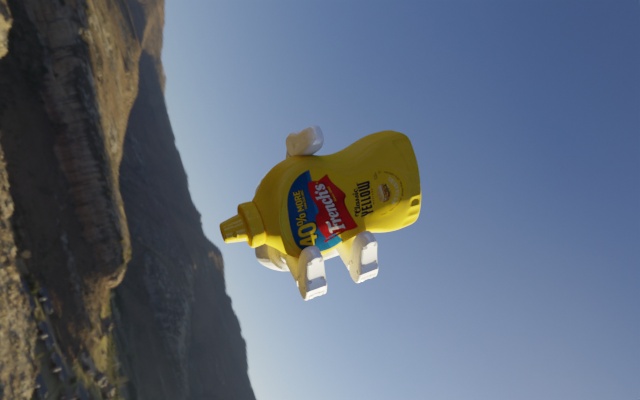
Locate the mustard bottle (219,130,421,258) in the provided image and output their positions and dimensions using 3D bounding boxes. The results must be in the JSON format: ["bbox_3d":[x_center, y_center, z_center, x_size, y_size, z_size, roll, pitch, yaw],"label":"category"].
[{"bbox_3d":[0.000,0.001,0.448,0.191,0.096,0.058,-17,23,-19],"label":"mustard bottle"}]
